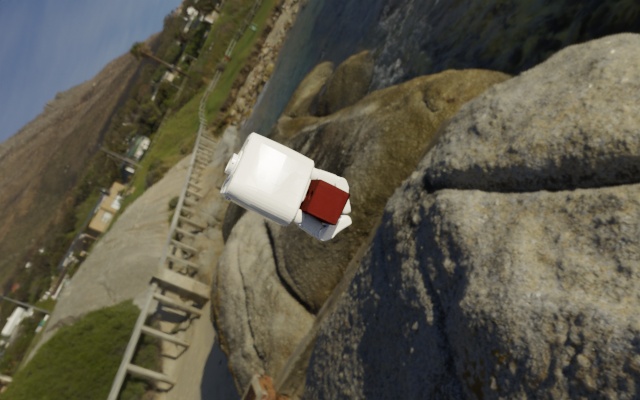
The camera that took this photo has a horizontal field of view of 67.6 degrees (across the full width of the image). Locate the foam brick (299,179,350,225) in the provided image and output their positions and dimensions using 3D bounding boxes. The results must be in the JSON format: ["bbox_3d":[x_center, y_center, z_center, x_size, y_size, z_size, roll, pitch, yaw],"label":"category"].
[{"bbox_3d":[0.000,0.002,0.719,0.051,0.053,0.078,27,-7,-17],"label":"foam brick"}]
